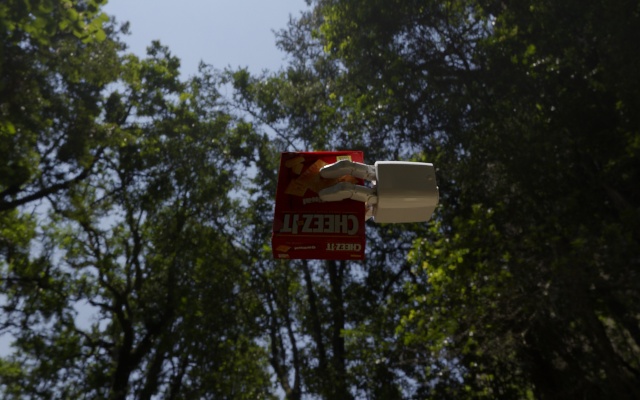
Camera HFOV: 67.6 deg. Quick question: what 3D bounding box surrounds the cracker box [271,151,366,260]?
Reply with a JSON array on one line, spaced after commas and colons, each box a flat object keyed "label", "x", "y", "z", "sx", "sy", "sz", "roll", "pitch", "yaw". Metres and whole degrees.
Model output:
[{"label": "cracker box", "x": 0.000, "y": 0.003, "z": 0.889, "sx": 0.164, "sy": 0.213, "sz": 0.072, "roll": 0, "pitch": -40, "yaw": 3}]
